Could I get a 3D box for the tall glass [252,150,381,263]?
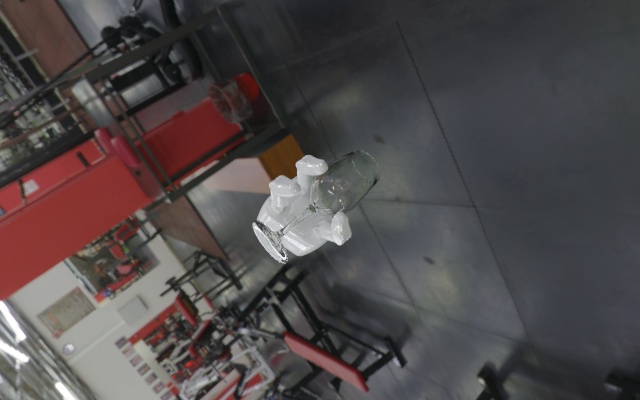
[{"bbox_3d":[0.000,0.003,0.705,0.201,0.079,0.079,-38,18,-24],"label":"tall glass"}]
